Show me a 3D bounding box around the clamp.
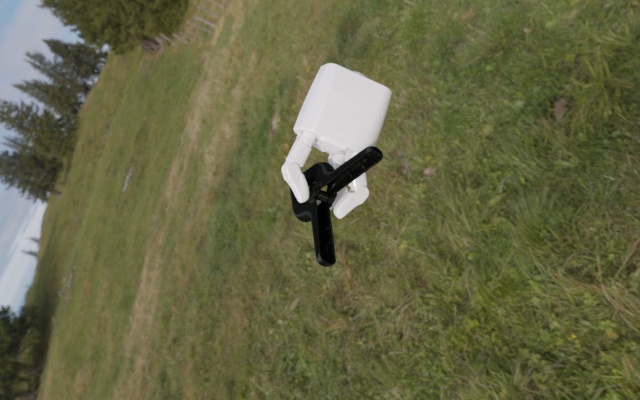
[{"bbox_3d":[-0.001,0.002,0.682,0.036,0.164,0.210,26,-7,-25],"label":"clamp"}]
